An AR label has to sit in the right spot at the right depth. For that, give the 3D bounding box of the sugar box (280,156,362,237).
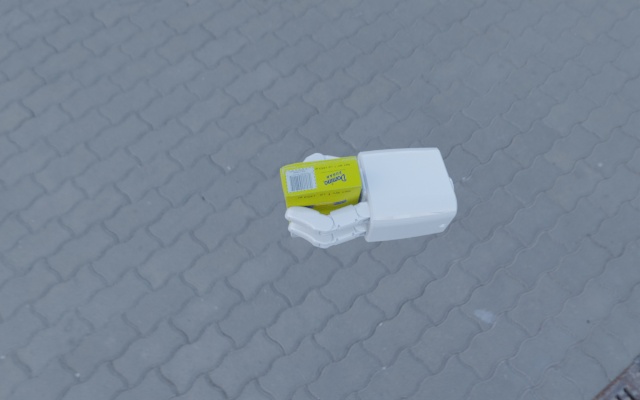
[{"bbox_3d":[0.000,0.003,0.633,0.093,0.048,0.176,-7,-22,-2],"label":"sugar box"}]
